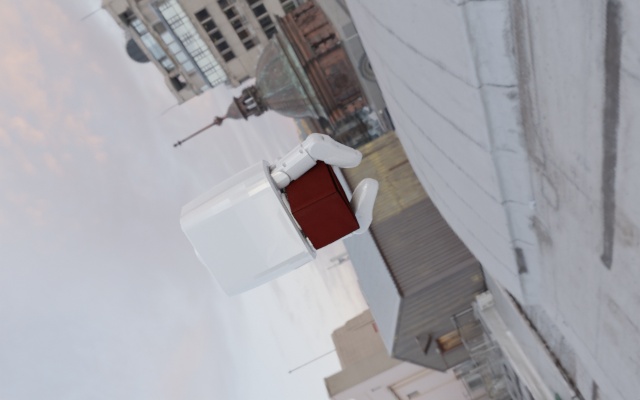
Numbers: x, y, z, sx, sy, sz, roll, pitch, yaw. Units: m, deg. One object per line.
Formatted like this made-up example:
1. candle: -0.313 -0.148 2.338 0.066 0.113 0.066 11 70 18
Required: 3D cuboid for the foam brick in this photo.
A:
1. foam brick: 0.000 0.002 0.486 0.051 0.053 0.078 -27 31 5
